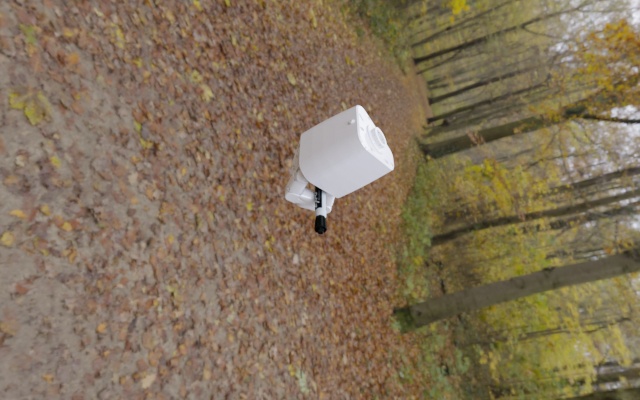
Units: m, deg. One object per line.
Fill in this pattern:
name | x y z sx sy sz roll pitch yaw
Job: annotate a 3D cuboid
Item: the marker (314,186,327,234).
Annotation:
marker | 0.000 0.002 0.743 0.020 0.121 0.020 0 -42 0
